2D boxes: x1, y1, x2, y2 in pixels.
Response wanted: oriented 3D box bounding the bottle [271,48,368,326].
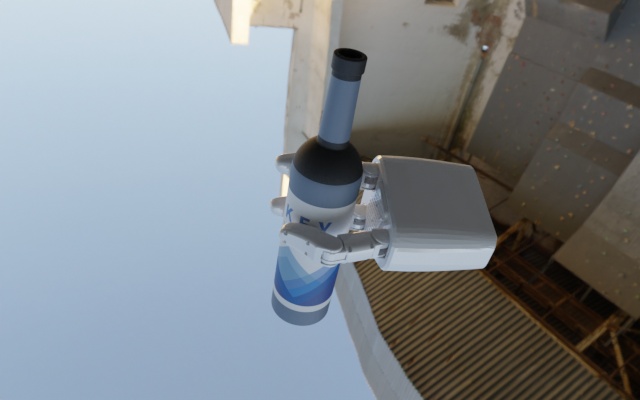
[{"bbox_3d":[0.000,0.002,0.460,0.069,0.296,0.069,7,37,-6],"label":"bottle"}]
